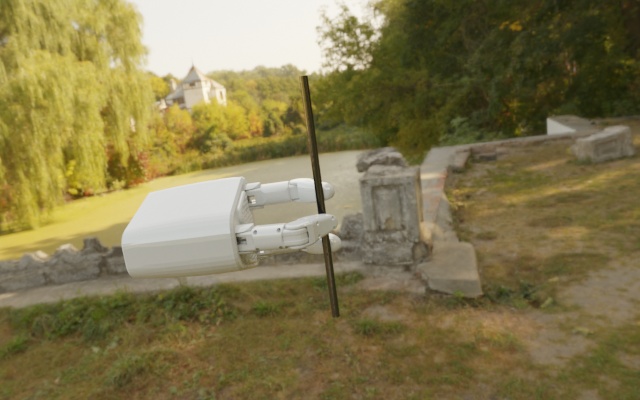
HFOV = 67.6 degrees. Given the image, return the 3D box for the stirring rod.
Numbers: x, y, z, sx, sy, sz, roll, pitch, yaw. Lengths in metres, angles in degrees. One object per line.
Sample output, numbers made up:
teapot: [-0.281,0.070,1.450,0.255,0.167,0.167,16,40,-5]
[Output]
stirring rod: [0.000,0.002,0.466,0.011,0.239,0.011,-7,11,1]
